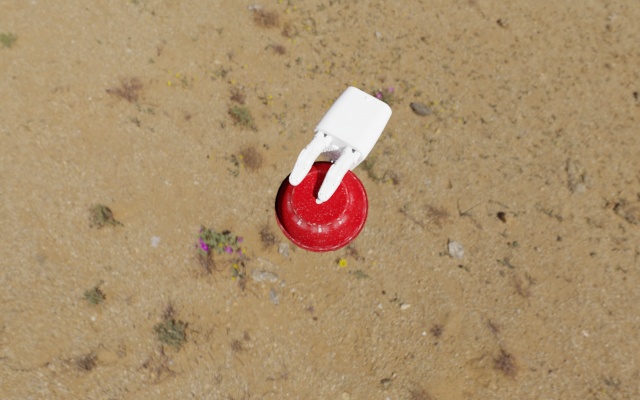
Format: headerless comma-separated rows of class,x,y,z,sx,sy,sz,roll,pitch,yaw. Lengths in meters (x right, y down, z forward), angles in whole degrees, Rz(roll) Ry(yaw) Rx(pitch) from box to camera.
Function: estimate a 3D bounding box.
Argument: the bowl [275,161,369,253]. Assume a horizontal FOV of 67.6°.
bowl,0.000,0.004,0.791,0.162,0.162,0.055,0,-14,3
